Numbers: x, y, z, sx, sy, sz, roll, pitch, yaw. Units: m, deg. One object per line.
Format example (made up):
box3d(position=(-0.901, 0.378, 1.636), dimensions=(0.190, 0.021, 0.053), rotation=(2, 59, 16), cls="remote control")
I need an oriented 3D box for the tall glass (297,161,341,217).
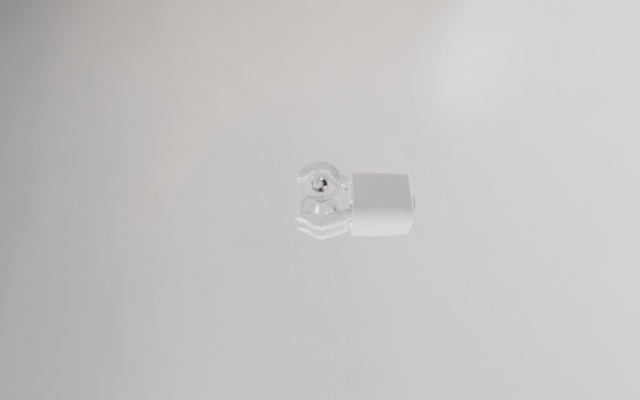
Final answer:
box3d(position=(0.000, 0.003, 0.881), dimensions=(0.079, 0.079, 0.201), rotation=(0, -21, 1), cls="tall glass")
